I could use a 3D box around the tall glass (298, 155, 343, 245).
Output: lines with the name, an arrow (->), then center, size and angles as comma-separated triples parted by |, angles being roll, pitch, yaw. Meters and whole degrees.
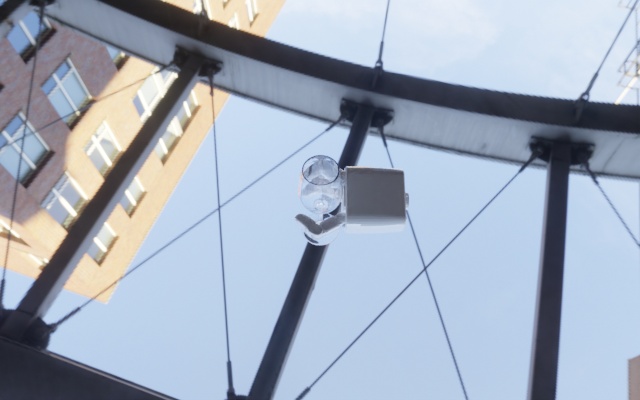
tall glass -> 0.000, 0.003, 0.858 | 0.079, 0.079, 0.201 | 0, -32, 0
